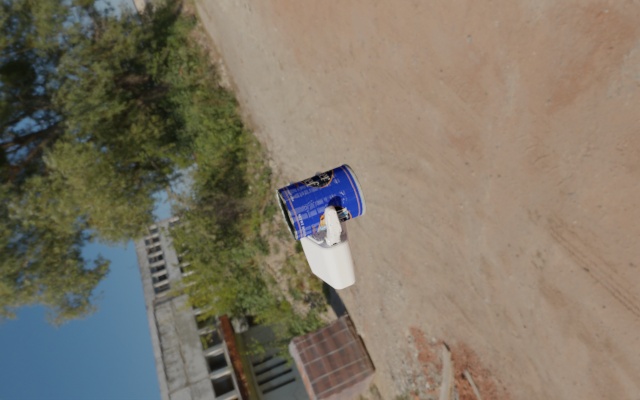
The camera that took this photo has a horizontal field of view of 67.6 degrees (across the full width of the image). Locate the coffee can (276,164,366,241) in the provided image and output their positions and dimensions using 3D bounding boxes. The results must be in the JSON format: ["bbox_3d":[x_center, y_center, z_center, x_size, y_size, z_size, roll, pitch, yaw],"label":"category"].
[{"bbox_3d":[0.000,0.003,0.890,0.140,0.103,0.103,-21,4,-10],"label":"coffee can"}]
